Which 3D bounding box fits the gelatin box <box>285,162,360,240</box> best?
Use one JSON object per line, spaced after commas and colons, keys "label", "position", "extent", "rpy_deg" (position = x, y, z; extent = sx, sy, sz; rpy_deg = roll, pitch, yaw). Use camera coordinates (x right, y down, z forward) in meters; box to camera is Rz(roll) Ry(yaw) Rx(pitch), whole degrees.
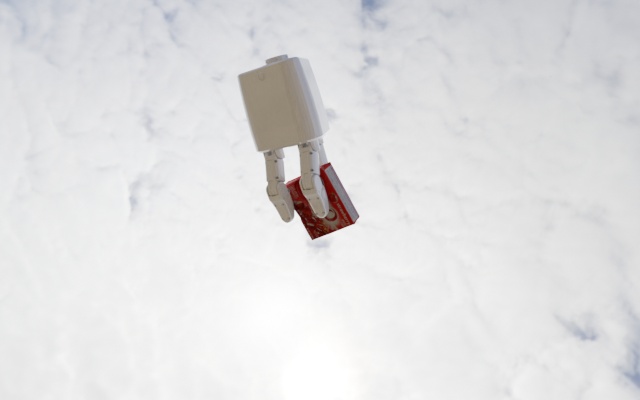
{"label": "gelatin box", "position": [0.000, 0.002, 0.653], "extent": [0.073, 0.089, 0.030], "rpy_deg": [-23, 12, 31]}
